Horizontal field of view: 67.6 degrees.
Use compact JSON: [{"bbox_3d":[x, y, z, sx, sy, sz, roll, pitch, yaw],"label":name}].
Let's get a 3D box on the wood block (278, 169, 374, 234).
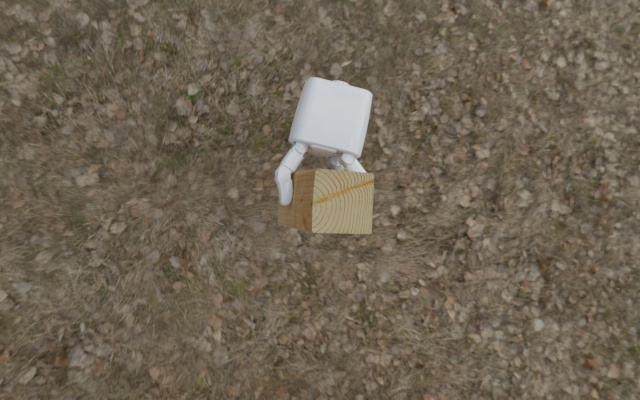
[{"bbox_3d":[0.000,0.002,0.758,0.091,0.090,0.206,3,-1,-18],"label":"wood block"}]
